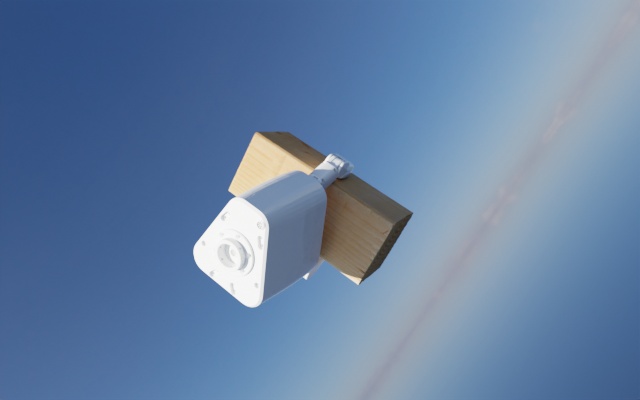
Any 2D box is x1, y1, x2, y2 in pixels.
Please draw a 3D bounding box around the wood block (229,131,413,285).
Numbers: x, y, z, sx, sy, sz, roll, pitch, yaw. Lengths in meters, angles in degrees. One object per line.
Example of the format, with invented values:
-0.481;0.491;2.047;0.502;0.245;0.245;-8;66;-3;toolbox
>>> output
0.000;0.002;0.608;0.206;0.091;0.090;35;20;17;wood block
